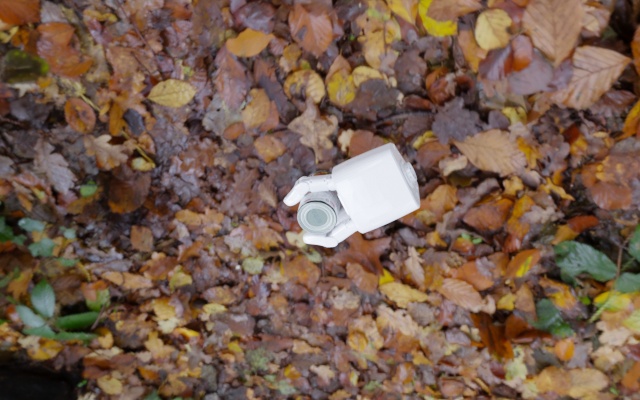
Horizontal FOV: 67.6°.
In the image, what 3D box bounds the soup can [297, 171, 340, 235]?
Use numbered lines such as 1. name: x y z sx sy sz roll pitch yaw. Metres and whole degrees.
1. soup can: 0.000 0.003 0.818 0.068 0.068 0.102 0 32 8
